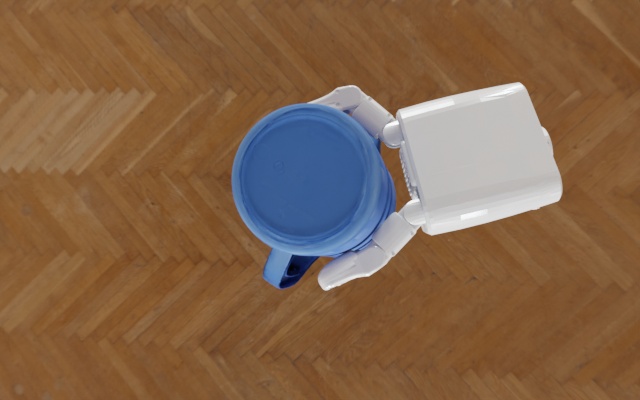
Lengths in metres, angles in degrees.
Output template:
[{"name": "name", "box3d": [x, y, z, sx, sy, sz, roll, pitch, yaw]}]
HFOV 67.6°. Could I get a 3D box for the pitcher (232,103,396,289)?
[{"name": "pitcher", "box3d": [0.000, 0.001, 0.444, 0.145, 0.149, 0.243, -13, -5, 7]}]
